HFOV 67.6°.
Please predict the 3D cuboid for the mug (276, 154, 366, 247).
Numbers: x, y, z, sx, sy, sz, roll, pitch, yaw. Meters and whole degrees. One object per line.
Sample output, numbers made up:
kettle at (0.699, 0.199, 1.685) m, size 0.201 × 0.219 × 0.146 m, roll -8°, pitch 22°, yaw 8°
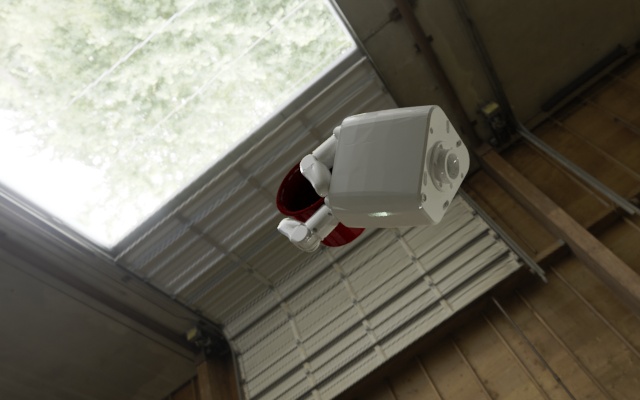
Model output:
mug at (-0.001, 0.002, 0.574) m, size 0.117 × 0.093 × 0.081 m, roll -1°, pitch -36°, yaw 45°
